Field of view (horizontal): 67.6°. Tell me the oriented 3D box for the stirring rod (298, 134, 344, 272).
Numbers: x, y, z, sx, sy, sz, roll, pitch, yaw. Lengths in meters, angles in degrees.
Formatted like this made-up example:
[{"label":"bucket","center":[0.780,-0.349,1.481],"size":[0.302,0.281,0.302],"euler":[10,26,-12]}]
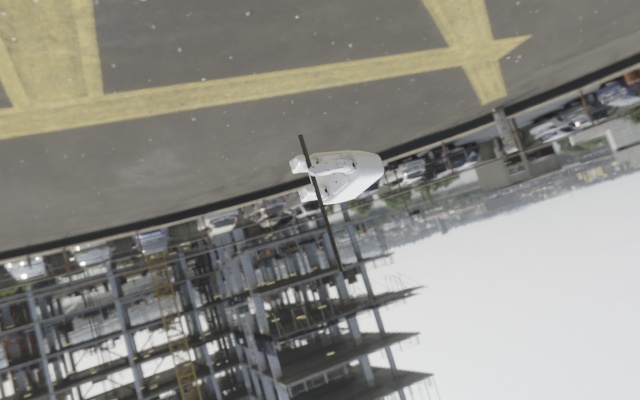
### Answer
[{"label":"stirring rod","center":[0.000,0.003,0.801],"size":[0.011,0.239,0.011],"euler":[-17,-7,-2]}]
